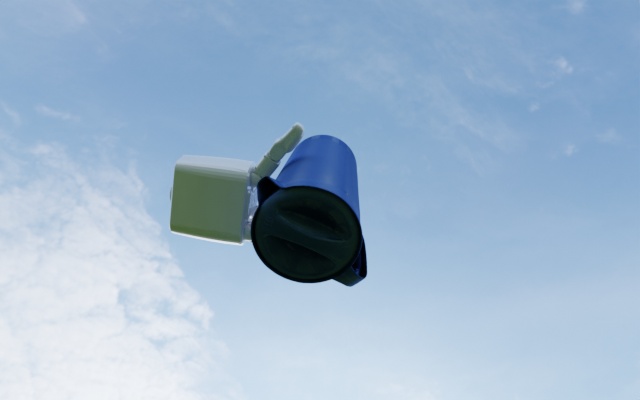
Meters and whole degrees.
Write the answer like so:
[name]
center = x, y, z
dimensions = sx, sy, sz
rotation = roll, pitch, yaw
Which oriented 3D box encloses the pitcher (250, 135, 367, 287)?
[pitcher]
center = 0.000, 0.002, 0.666
dimensions = 0.145, 0.149, 0.242
rotation = 6, 26, 4
